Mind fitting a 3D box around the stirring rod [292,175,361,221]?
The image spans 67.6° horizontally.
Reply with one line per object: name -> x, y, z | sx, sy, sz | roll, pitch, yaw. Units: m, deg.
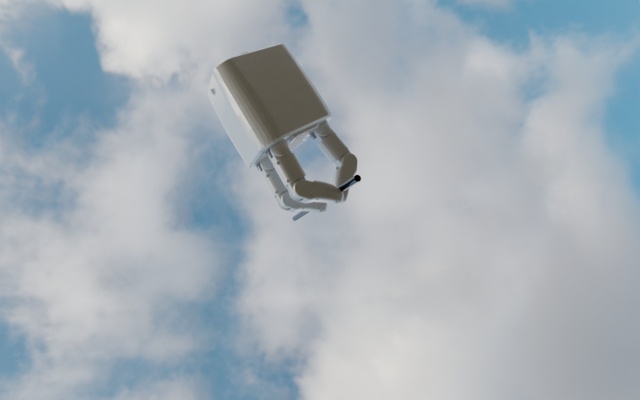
stirring rod -> 0.000, 0.002, 0.603 | 0.011, 0.011, 0.239 | 0, -12, -19
